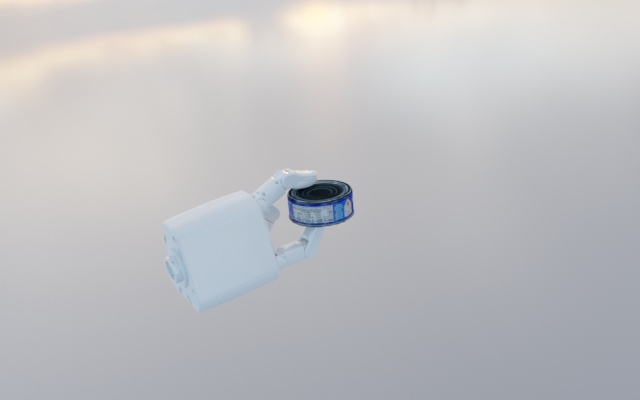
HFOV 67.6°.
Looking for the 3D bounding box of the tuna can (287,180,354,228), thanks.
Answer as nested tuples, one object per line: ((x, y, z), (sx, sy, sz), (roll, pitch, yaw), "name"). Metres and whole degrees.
((0.000, 0.001, 0.616), (0.086, 0.034, 0.086), (-4, 21, 2), "tuna can")
